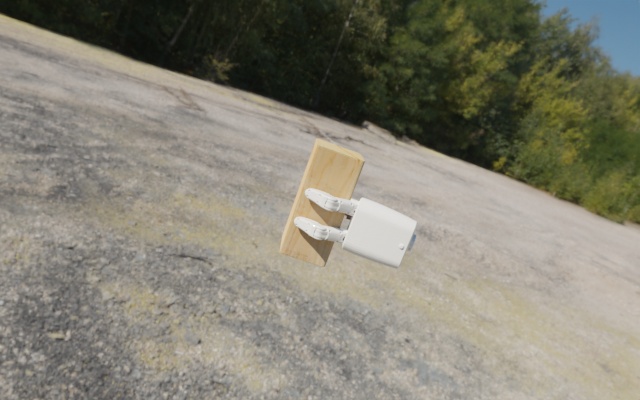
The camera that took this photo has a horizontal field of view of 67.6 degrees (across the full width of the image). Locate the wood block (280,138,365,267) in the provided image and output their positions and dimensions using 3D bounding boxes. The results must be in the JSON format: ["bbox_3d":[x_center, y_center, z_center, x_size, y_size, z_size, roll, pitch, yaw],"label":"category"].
[{"bbox_3d":[0.001,0.003,0.874,0.090,0.206,0.090,19,14,-5],"label":"wood block"}]
